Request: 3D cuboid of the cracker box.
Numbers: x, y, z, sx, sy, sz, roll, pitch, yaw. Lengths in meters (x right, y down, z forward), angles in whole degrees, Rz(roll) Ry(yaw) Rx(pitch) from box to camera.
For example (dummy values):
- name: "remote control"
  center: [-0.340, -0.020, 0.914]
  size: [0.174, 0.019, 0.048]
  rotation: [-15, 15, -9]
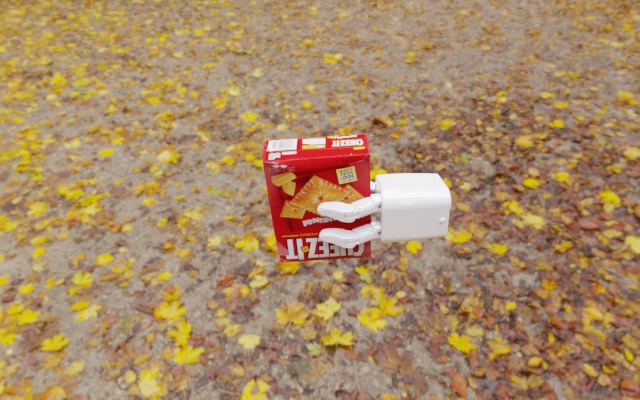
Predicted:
- name: "cracker box"
  center: [0.000, 0.002, 0.786]
  size: [0.164, 0.214, 0.072]
  rotation: [-3, 37, 2]
